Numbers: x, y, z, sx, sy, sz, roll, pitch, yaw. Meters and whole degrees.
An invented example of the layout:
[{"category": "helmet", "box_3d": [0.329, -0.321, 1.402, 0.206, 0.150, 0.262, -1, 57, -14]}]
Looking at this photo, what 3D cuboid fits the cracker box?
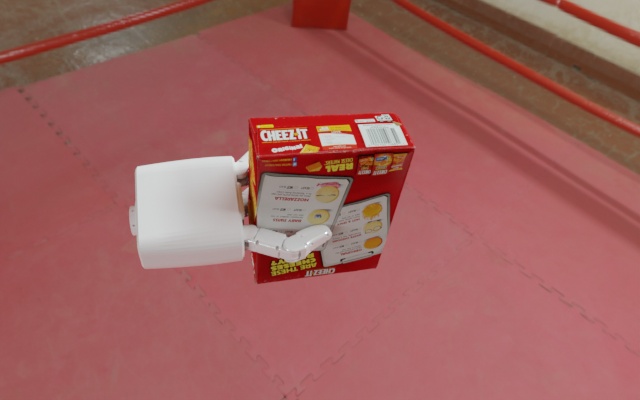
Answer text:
[{"category": "cracker box", "box_3d": [0.000, 0.002, 0.557, 0.164, 0.072, 0.214, -5, -42, -13]}]
